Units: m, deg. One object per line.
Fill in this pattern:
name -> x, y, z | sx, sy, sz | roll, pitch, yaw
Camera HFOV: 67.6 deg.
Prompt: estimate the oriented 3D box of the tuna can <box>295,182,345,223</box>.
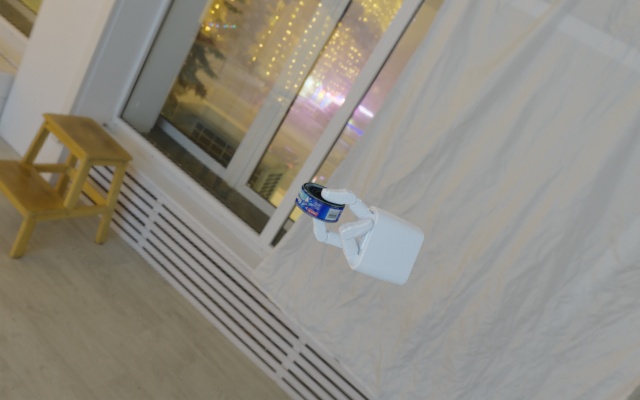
tuna can -> 0.000, 0.002, 0.841 | 0.086, 0.034, 0.086 | 23, 19, -9
